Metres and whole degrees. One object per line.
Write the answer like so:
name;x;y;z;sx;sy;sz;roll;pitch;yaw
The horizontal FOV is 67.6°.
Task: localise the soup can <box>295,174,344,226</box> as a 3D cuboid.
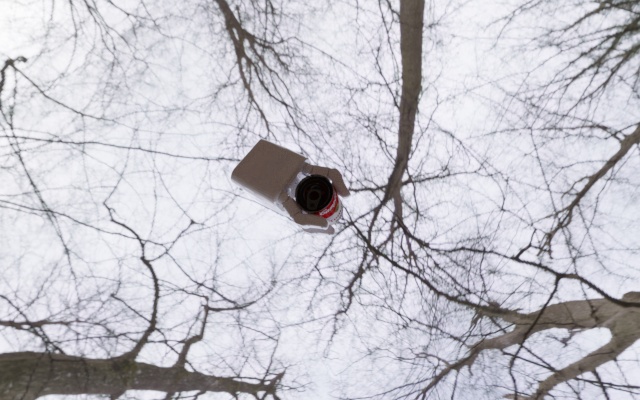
soup can;0.001;0.003;0.854;0.068;0.068;0.102;0;-18;14
